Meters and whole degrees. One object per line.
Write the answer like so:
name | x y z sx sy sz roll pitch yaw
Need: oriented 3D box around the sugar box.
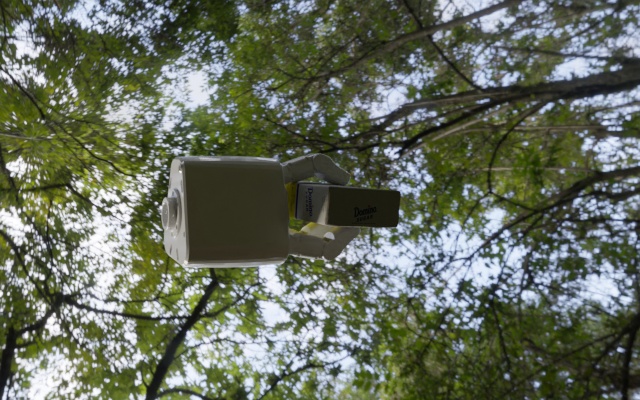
sugar box | 0.000 0.002 0.553 0.093 0.048 0.176 3 5 -31
